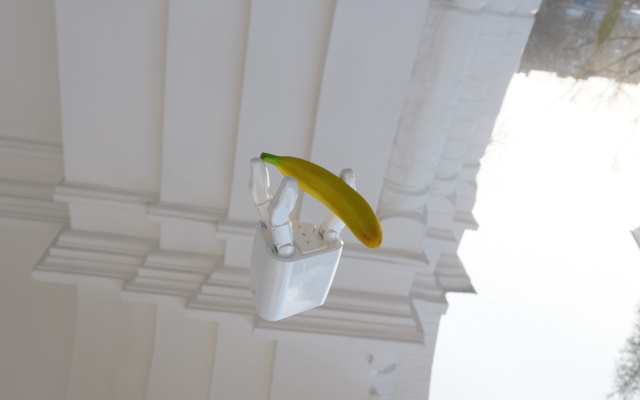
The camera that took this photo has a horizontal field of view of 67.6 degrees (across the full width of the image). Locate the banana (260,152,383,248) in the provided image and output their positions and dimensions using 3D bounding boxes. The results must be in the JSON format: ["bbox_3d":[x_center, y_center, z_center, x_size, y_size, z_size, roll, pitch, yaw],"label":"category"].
[{"bbox_3d":[0.011,-0.004,0.568,0.069,0.037,0.197,-16,41,-44],"label":"banana"}]
